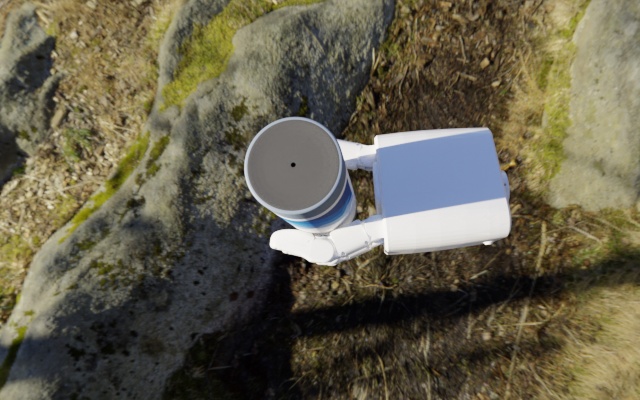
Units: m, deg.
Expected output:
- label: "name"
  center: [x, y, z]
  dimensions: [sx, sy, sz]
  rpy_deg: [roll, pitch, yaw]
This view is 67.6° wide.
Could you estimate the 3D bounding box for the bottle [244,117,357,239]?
- label: "bottle"
  center: [0.000, 0.001, 0.457]
  dimensions: [0.069, 0.069, 0.296]
  rpy_deg: [0, -10, 7]
